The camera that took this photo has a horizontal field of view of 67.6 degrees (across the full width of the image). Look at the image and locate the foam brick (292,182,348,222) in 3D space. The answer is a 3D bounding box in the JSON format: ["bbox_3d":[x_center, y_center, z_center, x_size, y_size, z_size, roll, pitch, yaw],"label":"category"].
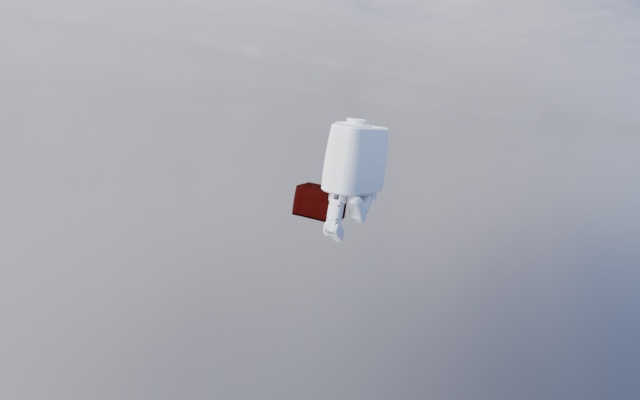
[{"bbox_3d":[0.000,0.003,0.801,0.078,0.051,0.053,12,14,22],"label":"foam brick"}]
